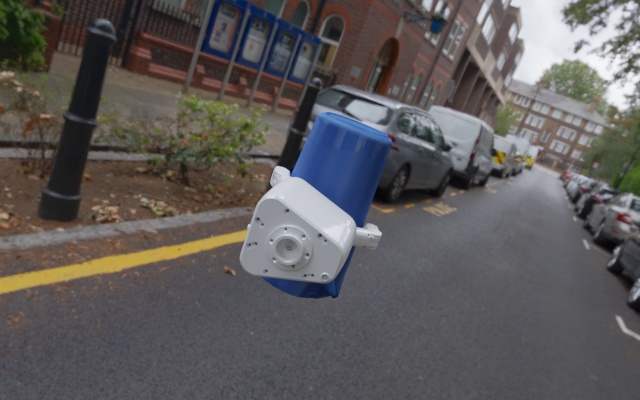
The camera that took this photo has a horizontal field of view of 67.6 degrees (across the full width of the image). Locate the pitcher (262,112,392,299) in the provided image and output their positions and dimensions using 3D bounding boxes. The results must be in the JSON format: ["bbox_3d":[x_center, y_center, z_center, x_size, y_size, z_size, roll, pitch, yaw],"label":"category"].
[{"bbox_3d":[0.000,0.002,0.674,0.149,0.243,0.145,23,14,5],"label":"pitcher"}]
